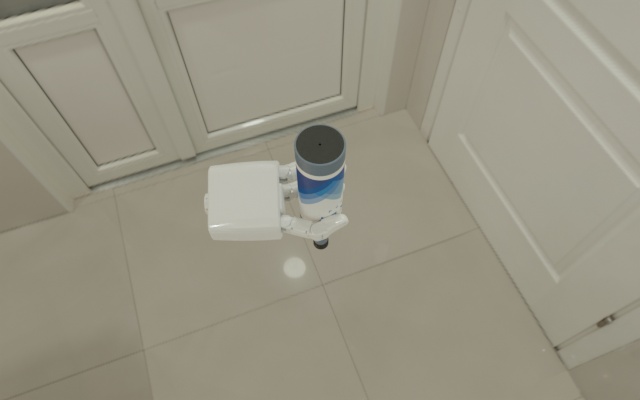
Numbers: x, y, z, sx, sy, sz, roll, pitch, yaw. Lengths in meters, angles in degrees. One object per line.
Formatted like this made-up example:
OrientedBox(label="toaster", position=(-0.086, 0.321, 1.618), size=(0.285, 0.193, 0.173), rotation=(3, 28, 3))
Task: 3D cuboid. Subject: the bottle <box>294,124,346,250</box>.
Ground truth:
OrientedBox(label="bottle", position=(0.000, 0.002, 0.733), size=(0.069, 0.069, 0.296), rotation=(0, -30, 0))
